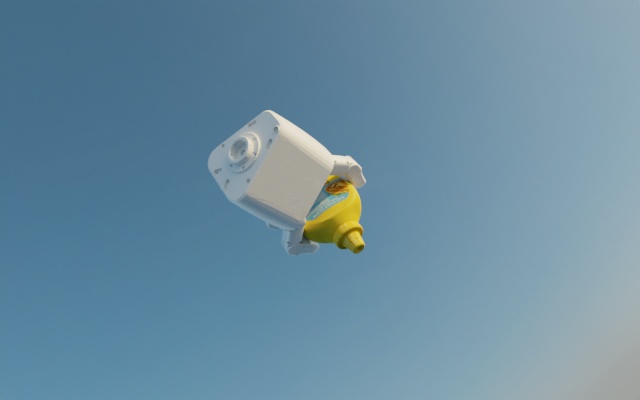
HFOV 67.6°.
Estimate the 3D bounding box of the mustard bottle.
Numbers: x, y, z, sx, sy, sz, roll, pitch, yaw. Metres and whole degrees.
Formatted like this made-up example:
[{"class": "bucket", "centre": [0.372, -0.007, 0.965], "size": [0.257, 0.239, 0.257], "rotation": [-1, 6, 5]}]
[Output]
[{"class": "mustard bottle", "centre": [0.000, 0.002, 0.659], "size": [0.096, 0.191, 0.058], "rotation": [-33, -38, -10]}]
